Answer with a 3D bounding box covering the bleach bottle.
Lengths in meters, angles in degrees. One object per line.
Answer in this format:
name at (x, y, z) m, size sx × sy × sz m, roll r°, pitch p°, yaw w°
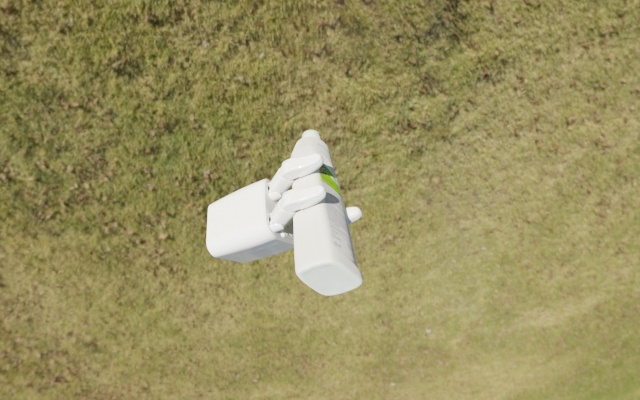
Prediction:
bleach bottle at (0.000, 0.002, 0.692) m, size 0.068 × 0.250 × 0.103 m, roll -22°, pitch -39°, yaw 20°
